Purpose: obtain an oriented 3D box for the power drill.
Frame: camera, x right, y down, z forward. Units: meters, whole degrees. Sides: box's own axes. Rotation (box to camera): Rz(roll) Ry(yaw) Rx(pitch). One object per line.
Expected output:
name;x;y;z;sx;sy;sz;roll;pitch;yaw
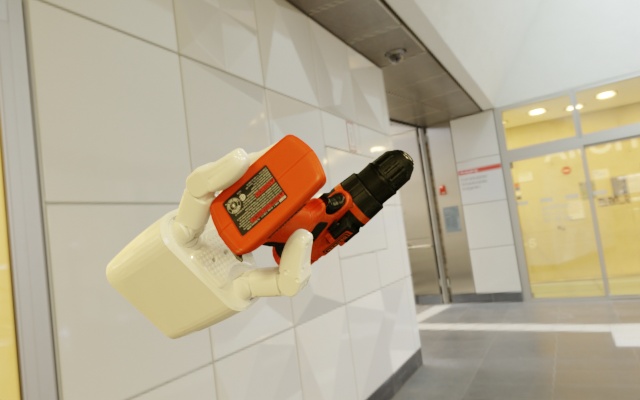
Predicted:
power drill;0.000;0.002;0.453;0.184;0.057;0.188;-42;-23;10
